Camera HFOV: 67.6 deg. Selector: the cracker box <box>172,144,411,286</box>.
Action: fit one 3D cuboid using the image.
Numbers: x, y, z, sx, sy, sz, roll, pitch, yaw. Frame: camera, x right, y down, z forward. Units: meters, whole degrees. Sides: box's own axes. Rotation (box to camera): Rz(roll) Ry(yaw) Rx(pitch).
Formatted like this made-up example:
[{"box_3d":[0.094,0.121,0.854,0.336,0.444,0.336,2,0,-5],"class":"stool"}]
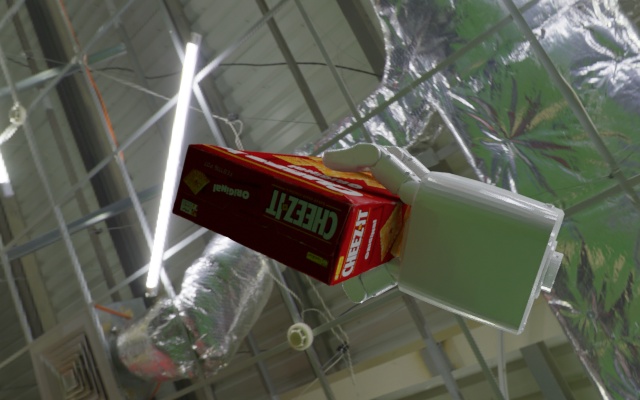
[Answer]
[{"box_3d":[0.000,0.002,0.456,0.164,0.072,0.213,20,11,27],"class":"cracker box"}]
